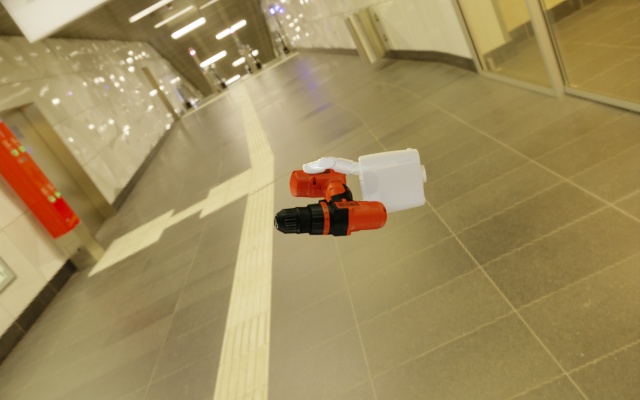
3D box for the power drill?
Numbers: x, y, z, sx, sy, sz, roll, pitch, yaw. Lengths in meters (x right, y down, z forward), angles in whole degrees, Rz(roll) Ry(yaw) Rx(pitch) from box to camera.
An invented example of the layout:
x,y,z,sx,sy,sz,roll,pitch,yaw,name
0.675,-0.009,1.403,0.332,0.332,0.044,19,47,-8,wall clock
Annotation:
x,y,z,sx,sy,sz,roll,pitch,yaw,name
0.000,0.002,0.821,0.184,0.057,0.187,-2,25,-15,power drill
